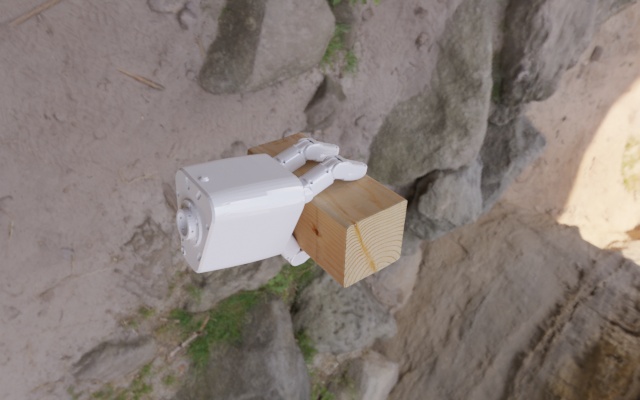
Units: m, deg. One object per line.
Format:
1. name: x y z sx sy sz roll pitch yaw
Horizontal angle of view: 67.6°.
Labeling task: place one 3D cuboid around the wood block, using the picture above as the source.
1. wood block: 0.000 0.002 0.599 0.090 0.091 0.206 -23 41 -30
